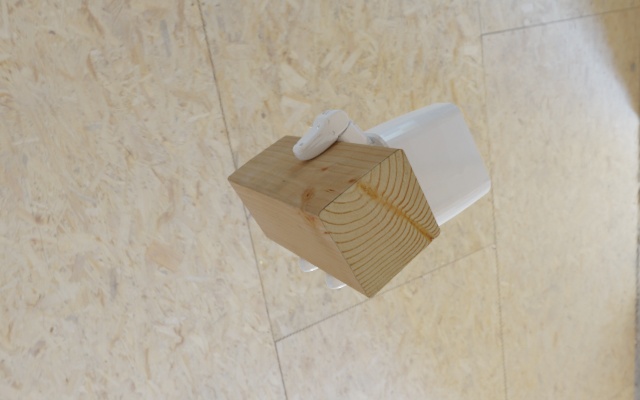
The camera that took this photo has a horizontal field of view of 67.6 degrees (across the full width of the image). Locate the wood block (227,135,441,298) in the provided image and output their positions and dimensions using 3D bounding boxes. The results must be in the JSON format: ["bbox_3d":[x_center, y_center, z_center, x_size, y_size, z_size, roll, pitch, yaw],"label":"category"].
[{"bbox_3d":[0.000,0.001,0.461,0.090,0.091,0.206,-39,26,-18],"label":"wood block"}]
